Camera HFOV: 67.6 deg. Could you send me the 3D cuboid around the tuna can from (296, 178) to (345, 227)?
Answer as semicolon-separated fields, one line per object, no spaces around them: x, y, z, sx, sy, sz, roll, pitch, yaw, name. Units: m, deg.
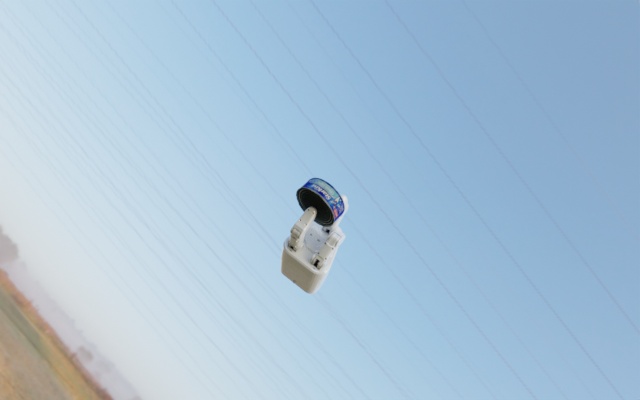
0.001;0.002;0.830;0.033;0.086;0.086;-44;24;-28;tuna can
